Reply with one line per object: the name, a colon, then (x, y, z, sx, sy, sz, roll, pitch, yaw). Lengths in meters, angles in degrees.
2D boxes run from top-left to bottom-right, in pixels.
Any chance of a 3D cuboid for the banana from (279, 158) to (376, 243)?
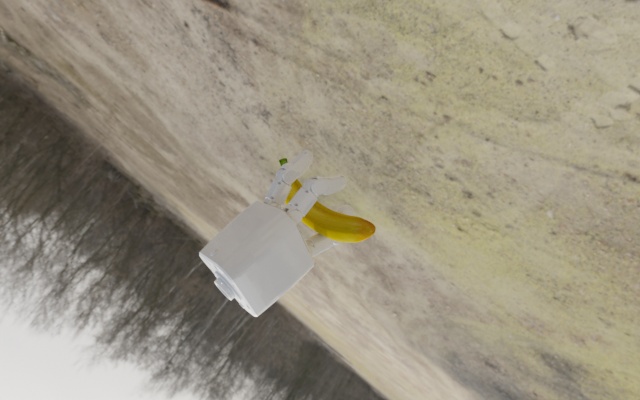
banana: (-0.001, 0.014, 0.661, 0.037, 0.070, 0.197, -32, 49, -27)
